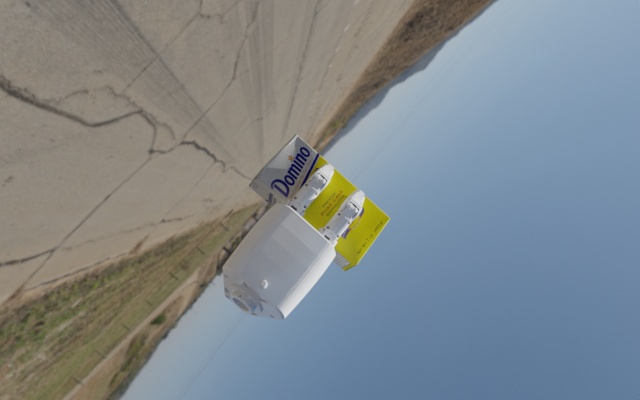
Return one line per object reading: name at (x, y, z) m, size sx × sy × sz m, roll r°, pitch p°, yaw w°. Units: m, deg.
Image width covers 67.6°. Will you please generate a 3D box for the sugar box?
sugar box at (0.000, 0.002, 0.650) m, size 0.176 × 0.093 × 0.048 m, roll 42°, pitch -29°, yaw -5°
